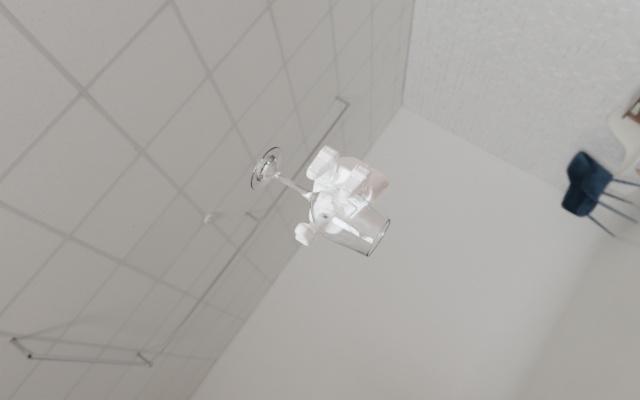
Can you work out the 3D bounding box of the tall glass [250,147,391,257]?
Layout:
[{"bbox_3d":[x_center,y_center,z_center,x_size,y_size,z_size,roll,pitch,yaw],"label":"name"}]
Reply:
[{"bbox_3d":[-0.001,0.002,0.691,0.201,0.079,0.079,32,9,15],"label":"tall glass"}]
